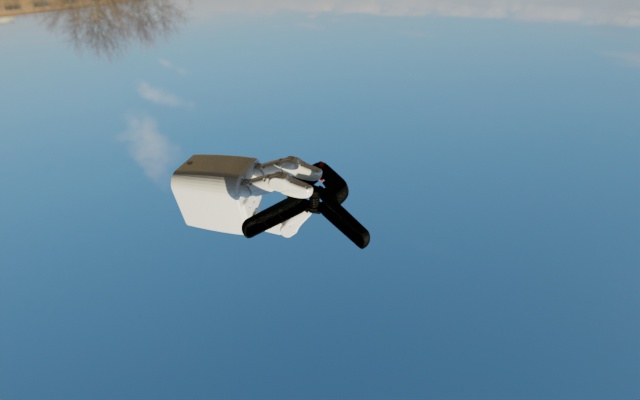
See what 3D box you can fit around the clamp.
[{"bbox_3d":[0.000,0.003,0.681,0.164,0.036,0.210,9,30,10],"label":"clamp"}]
